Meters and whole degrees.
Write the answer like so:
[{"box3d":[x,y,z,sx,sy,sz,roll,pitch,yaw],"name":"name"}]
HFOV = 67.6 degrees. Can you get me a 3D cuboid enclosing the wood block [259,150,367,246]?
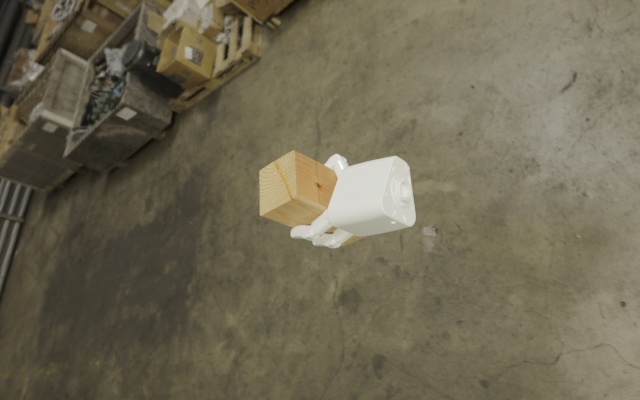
[{"box3d":[0.000,0.002,0.840,0.090,0.090,0.206,-27,-36,36],"name":"wood block"}]
